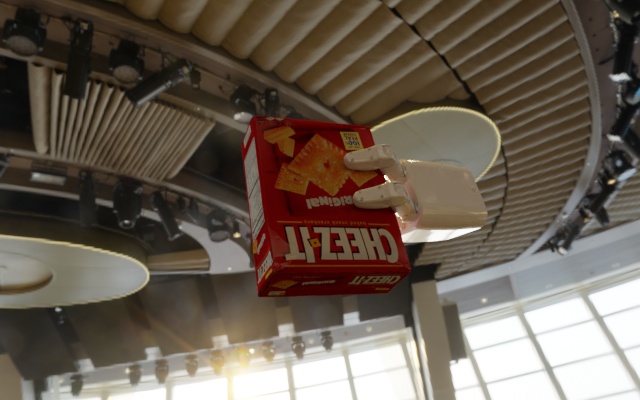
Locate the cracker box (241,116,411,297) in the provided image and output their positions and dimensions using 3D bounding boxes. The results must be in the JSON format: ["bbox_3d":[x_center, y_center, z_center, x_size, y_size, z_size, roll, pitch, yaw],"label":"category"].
[{"bbox_3d":[0.000,0.002,0.573,0.164,0.213,0.072,2,-34,-22],"label":"cracker box"}]
